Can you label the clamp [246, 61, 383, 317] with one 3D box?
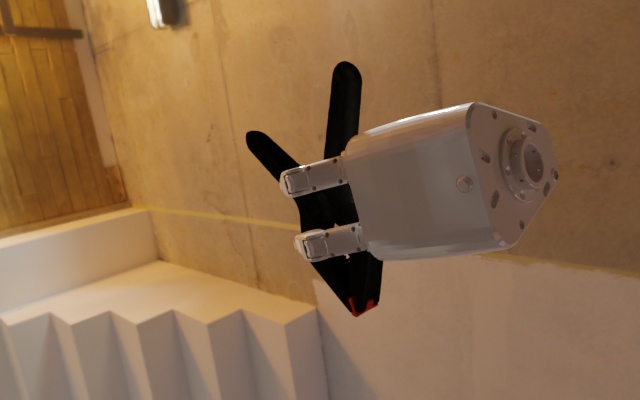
[{"bbox_3d":[0.001,0.002,0.438,0.036,0.210,0.164,-17,4,-39],"label":"clamp"}]
